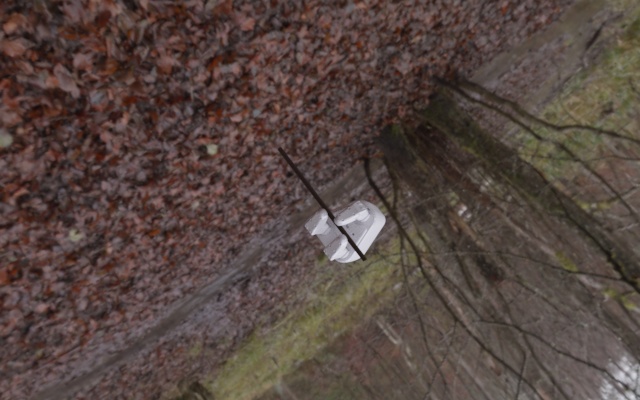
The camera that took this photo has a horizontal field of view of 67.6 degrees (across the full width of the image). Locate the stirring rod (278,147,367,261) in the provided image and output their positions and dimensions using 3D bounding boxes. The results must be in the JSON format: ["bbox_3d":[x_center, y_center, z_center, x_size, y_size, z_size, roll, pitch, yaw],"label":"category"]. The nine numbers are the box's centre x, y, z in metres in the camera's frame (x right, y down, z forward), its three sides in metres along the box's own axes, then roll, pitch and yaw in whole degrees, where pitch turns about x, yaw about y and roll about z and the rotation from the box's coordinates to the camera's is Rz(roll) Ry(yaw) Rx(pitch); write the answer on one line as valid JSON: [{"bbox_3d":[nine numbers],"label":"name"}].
[{"bbox_3d":[0.000,0.002,0.790,0.011,0.239,0.011,-35,-15,-11],"label":"stirring rod"}]
